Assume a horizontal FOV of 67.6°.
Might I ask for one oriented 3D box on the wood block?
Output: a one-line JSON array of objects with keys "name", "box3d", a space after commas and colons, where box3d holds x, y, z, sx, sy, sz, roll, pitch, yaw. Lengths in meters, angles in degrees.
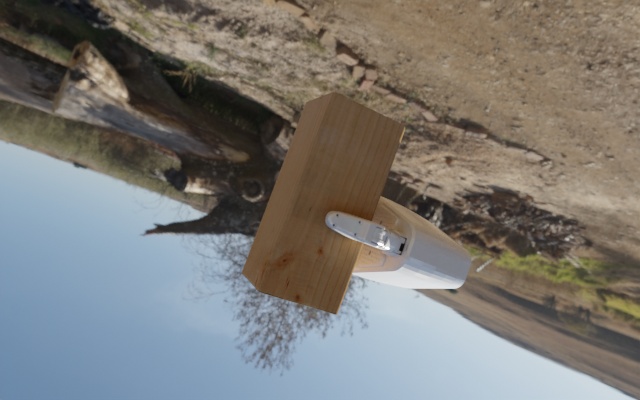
[{"name": "wood block", "box3d": [0.000, 0.002, 0.511, 0.090, 0.206, 0.091, 21, -3, -21]}]
